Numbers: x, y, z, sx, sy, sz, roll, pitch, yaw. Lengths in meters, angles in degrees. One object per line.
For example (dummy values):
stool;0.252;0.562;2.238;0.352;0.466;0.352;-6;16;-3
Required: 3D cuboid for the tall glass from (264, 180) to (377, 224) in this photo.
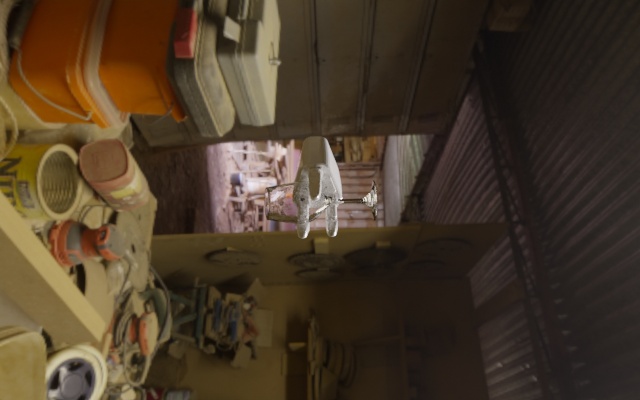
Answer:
tall glass;0.001;0.003;0.881;0.201;0.079;0.079;-2;0;1
